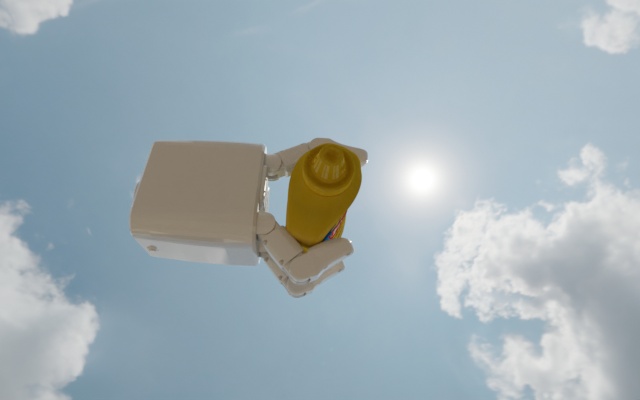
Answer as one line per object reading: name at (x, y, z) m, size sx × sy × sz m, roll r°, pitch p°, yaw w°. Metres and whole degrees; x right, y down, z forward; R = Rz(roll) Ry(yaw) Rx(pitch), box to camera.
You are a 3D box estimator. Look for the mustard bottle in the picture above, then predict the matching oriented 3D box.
mustard bottle at (0.000, 0.002, 0.441) m, size 0.058 × 0.096 × 0.192 m, roll 26°, pitch -22°, yaw 6°
